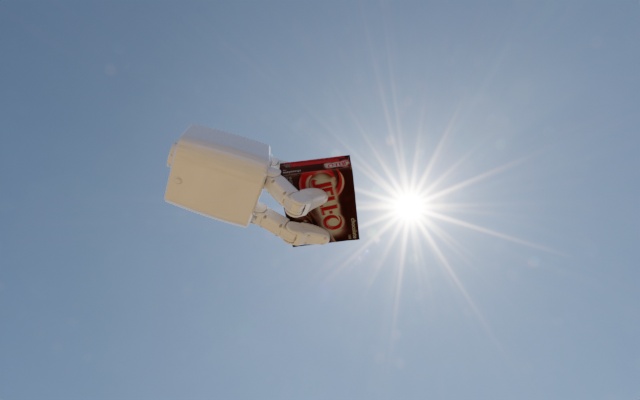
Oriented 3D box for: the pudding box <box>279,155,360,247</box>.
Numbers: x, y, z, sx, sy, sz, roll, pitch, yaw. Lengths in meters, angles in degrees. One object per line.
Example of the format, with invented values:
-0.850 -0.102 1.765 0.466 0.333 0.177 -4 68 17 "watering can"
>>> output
0.000 0.002 0.605 0.090 0.114 0.039 -6 36 4 "pudding box"
